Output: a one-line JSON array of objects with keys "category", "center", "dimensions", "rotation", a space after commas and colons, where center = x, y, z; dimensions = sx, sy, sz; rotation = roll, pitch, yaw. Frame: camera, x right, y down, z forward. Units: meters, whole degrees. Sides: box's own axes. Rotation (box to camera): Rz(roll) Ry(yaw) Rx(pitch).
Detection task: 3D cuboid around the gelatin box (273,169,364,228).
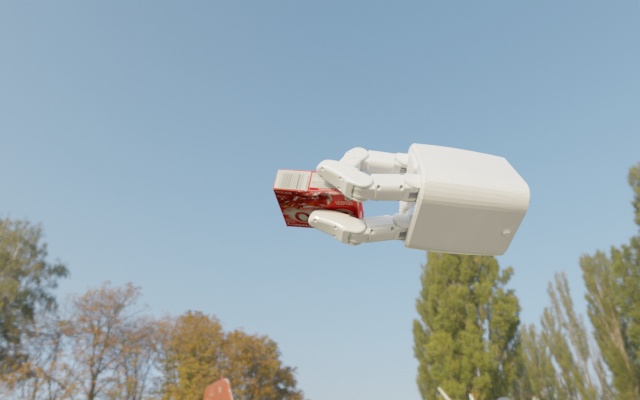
[{"category": "gelatin box", "center": [0.000, 0.001, 0.516], "dimensions": [0.089, 0.030, 0.073], "rotation": [4, -34, 13]}]
